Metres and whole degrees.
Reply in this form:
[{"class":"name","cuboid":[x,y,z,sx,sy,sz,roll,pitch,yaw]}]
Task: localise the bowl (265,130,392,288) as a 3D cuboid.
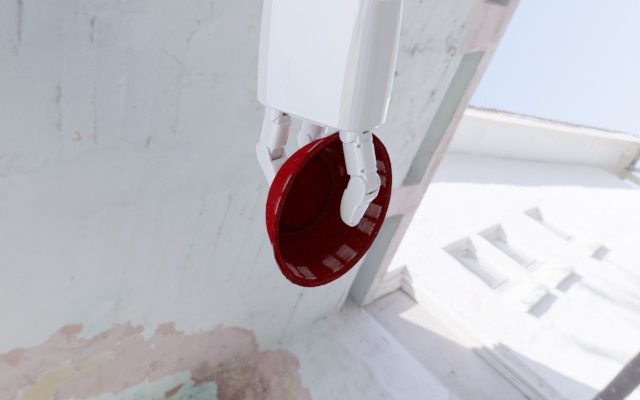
[{"class":"bowl","cuboid":[0.000,0.003,0.473,0.055,0.162,0.162,26,17,40]}]
